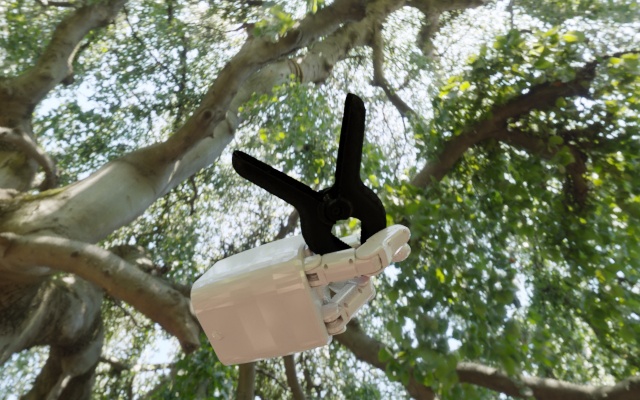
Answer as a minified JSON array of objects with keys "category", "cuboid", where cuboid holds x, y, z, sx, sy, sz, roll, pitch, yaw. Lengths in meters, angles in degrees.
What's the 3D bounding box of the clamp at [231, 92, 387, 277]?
[{"category":"clamp","cuboid":[0.000,0.001,0.427,0.120,0.171,0.039,-16,24,7]}]
